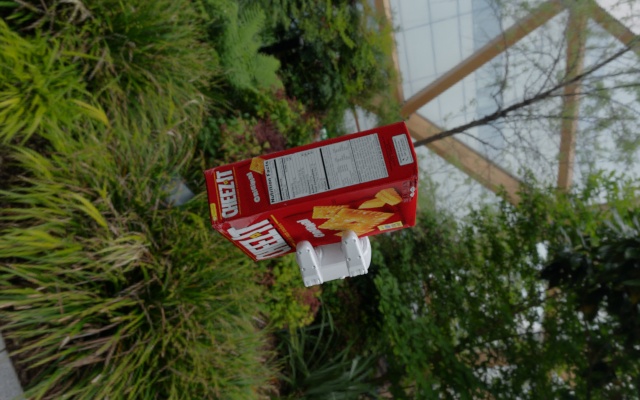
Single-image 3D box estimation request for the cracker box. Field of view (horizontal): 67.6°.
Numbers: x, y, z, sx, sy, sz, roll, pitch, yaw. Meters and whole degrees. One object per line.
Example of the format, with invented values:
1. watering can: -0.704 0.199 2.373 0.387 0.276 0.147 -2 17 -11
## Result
1. cracker box: 0.000 0.002 0.543 0.214 0.072 0.164 -14 -22 4
